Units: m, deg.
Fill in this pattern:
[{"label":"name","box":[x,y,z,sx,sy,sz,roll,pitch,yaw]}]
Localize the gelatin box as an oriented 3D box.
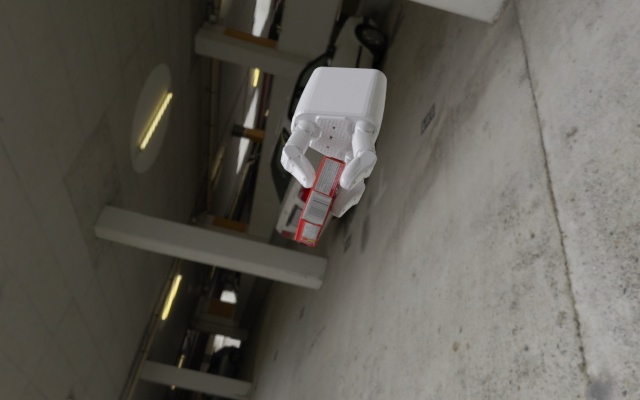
[{"label":"gelatin box","box":[0.000,0.002,0.572,0.030,0.089,0.073,21,-25,1]}]
